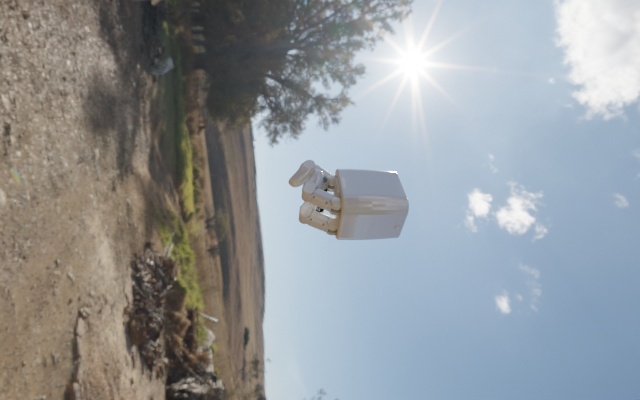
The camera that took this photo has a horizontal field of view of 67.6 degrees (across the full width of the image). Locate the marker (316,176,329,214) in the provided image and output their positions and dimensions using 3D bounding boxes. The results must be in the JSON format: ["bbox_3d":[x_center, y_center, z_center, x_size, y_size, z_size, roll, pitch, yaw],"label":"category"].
[{"bbox_3d":[0.000,0.003,0.826,0.020,0.020,0.121,0,-38,-6],"label":"marker"}]
